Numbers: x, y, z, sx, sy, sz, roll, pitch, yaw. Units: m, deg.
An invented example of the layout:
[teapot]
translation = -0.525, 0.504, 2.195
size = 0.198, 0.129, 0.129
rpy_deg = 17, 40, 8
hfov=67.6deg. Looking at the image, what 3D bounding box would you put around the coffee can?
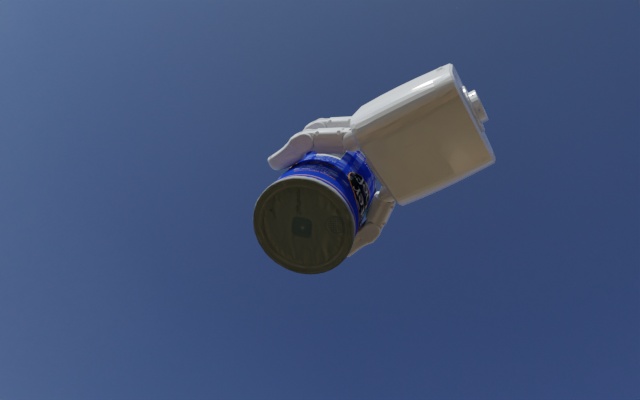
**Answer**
[coffee can]
translation = 0.000, 0.002, 0.522
size = 0.103, 0.103, 0.140
rpy_deg = 0, 21, 16
